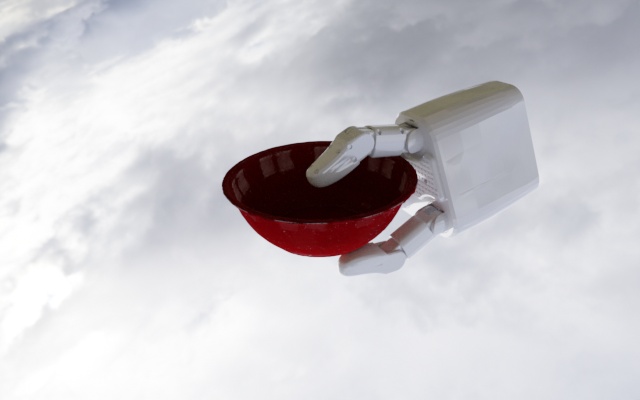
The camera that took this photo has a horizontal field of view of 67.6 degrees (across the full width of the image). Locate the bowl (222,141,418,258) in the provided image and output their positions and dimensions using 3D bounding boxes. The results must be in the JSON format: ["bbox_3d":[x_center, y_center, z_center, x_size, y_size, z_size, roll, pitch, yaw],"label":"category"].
[{"bbox_3d":[-0.001,0.002,0.409,0.162,0.055,0.162,-1,27,1],"label":"bowl"}]
